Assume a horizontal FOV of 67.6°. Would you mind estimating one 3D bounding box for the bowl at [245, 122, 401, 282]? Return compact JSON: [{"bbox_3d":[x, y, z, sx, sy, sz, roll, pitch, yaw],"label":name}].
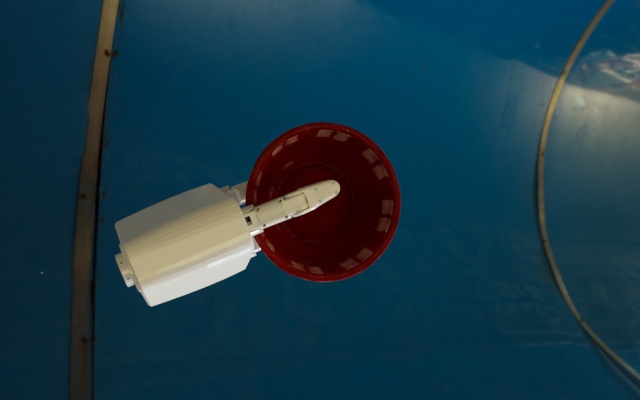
[{"bbox_3d":[0.001,0.001,0.506,0.162,0.162,0.055,0,-1,-13],"label":"bowl"}]
